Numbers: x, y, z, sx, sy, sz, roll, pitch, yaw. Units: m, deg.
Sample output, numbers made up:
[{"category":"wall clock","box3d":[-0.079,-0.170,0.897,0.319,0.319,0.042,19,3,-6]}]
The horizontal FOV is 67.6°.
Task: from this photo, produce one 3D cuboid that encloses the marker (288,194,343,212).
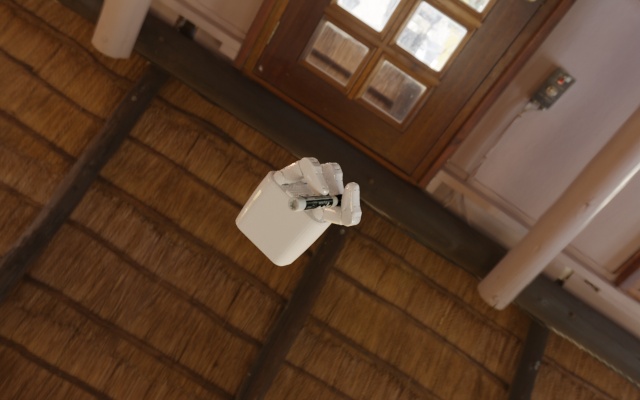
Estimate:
[{"category":"marker","box3d":[0.000,0.002,0.654,0.020,0.020,0.121,0,3,35]}]
